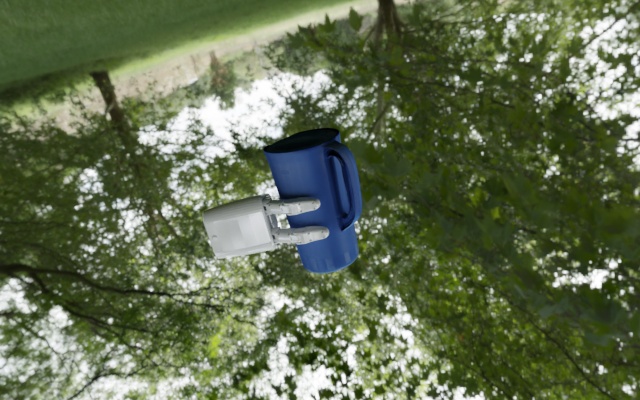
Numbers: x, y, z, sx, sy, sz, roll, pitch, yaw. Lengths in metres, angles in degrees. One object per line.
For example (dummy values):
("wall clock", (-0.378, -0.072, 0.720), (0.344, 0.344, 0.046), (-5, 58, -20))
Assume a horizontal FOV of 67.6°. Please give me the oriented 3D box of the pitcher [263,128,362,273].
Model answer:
("pitcher", (0.000, 0.003, 0.837), (0.145, 0.243, 0.149), (-13, 20, 3))
